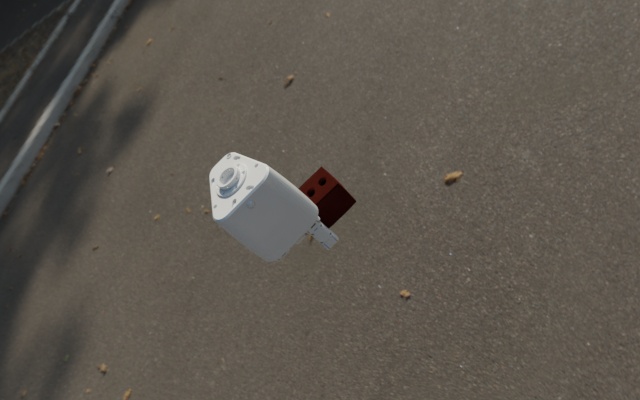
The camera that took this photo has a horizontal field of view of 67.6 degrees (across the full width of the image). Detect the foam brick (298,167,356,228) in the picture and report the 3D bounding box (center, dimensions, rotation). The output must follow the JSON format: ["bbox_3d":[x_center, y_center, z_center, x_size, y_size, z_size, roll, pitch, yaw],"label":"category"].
[{"bbox_3d":[0.000,0.002,0.675,0.051,0.078,0.053,44,3,-41],"label":"foam brick"}]
